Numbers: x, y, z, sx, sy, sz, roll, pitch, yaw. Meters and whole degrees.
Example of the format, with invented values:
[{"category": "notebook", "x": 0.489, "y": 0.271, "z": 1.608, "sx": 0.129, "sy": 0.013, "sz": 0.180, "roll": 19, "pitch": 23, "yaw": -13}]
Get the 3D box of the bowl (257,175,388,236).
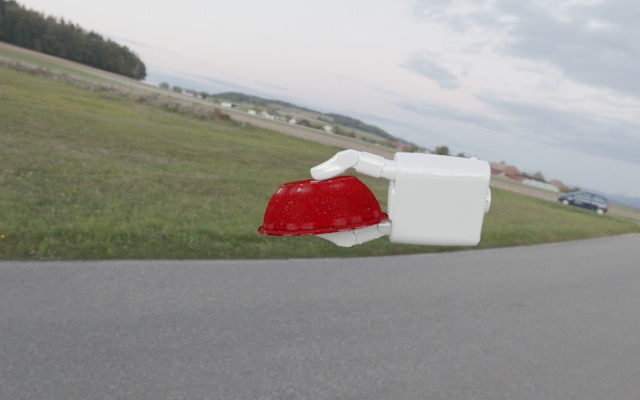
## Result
[{"category": "bowl", "x": -0.001, "y": 0.002, "z": 0.585, "sx": 0.162, "sy": 0.055, "sz": 0.162, "roll": -7, "pitch": 6, "yaw": 1}]
